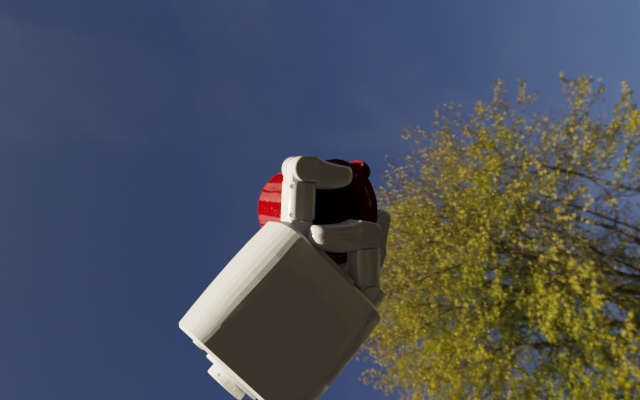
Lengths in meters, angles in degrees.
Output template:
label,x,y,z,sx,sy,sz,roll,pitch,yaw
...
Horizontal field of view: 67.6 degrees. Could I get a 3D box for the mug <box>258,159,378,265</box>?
label,x,y,z,sx,sy,sz,roll,pitch,yaw
mug,0.001,0.000,0.456,0.117,0.093,0.081,-48,24,-22
